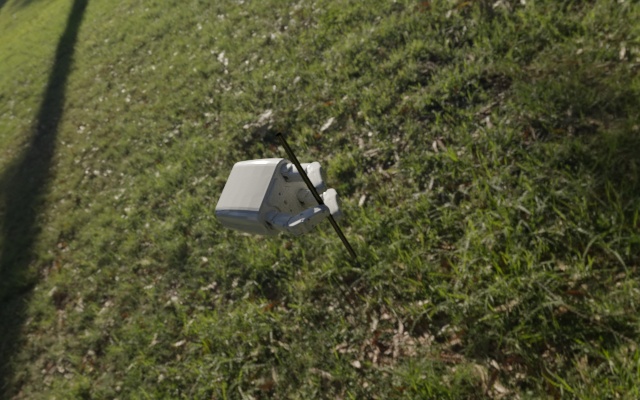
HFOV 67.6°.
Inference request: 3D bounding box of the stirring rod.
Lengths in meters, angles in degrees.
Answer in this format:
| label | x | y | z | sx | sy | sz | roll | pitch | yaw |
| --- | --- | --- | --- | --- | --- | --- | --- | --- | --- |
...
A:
| label | x | y | z | sx | sy | sz | roll | pitch | yaw |
| --- | --- | --- | --- | --- | --- | --- | --- | --- | --- |
| stirring rod | 0.000 | 0.002 | 0.657 | 0.011 | 0.011 | 0.240 | 0 | -44 | 37 |
